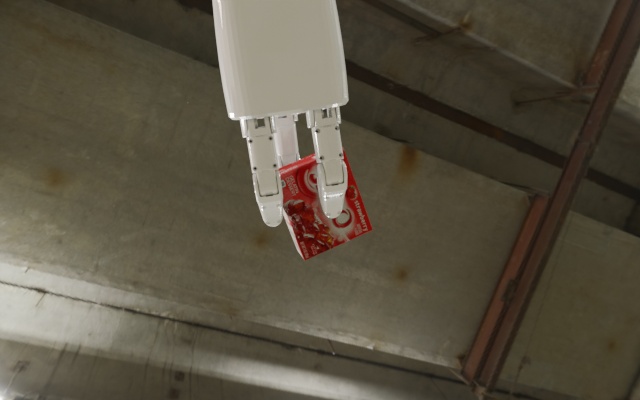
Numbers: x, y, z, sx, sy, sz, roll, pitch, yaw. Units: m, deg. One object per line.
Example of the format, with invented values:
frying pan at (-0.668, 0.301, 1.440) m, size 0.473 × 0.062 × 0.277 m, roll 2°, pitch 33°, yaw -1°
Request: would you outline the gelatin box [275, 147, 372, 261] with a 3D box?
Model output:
gelatin box at (0.000, 0.002, 0.450) m, size 0.073 × 0.089 × 0.030 m, roll -24°, pitch 21°, yaw -9°
